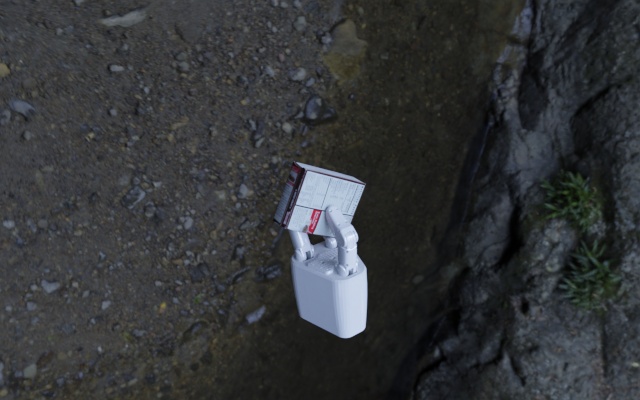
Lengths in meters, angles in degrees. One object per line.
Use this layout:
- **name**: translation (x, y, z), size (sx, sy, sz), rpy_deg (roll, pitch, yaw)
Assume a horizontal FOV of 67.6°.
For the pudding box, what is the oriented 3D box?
- **pudding box**: translation (0.000, 0.002, 0.669), size (0.113, 0.090, 0.039), rpy_deg (12, 12, -39)
